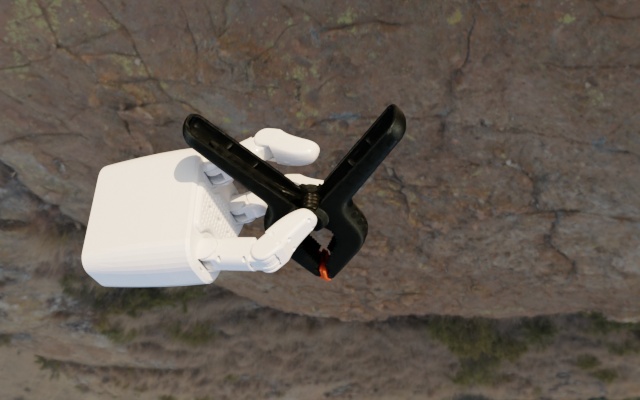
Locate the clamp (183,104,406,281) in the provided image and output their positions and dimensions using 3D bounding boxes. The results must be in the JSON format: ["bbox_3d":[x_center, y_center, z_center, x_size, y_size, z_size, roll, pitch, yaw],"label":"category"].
[{"bbox_3d":[0.000,0.002,0.406,0.164,0.036,0.210,-4,-42,16],"label":"clamp"}]
